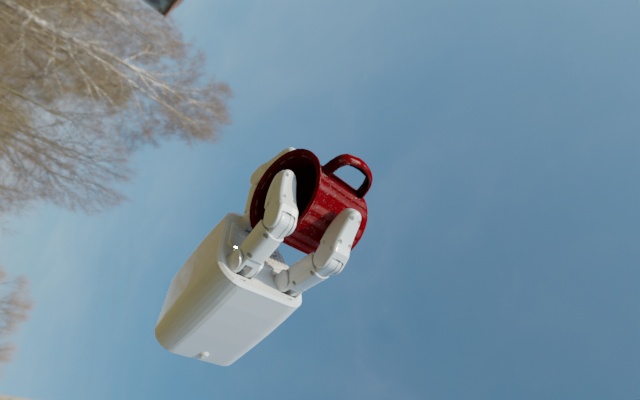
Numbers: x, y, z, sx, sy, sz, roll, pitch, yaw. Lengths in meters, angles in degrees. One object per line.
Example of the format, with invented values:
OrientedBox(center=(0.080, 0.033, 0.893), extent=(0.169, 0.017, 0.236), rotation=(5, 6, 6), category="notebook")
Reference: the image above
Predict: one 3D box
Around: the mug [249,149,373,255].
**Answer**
OrientedBox(center=(0.001, 0.001, 0.461), extent=(0.117, 0.093, 0.081), rotation=(-43, -49, 19), category="mug")
